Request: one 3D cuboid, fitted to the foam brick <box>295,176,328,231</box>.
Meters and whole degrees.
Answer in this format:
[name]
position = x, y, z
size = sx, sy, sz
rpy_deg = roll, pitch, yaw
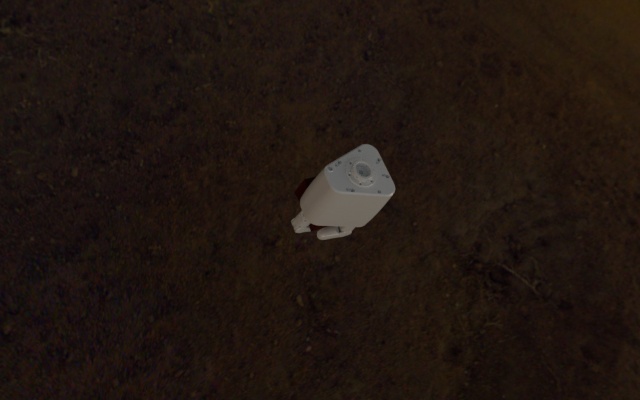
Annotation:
[foam brick]
position = 0.000, 0.002, 0.803
size = 0.053, 0.078, 0.051
rpy_deg = -14, -20, -28
